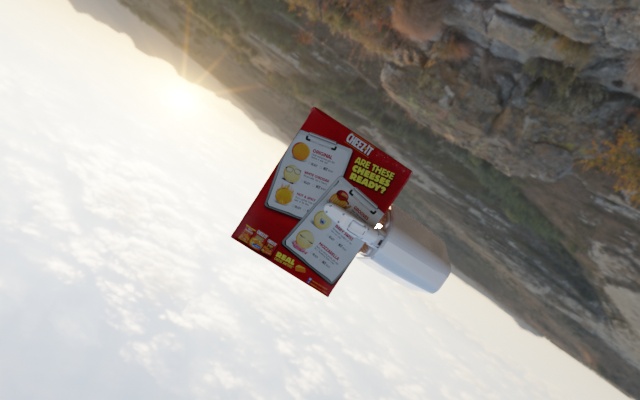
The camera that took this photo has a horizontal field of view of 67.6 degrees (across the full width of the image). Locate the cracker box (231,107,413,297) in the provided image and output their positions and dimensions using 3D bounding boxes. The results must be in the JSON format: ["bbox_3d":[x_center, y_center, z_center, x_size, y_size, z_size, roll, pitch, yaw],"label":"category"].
[{"bbox_3d":[0.000,0.002,0.681,0.164,0.214,0.072,33,5,-7],"label":"cracker box"}]
